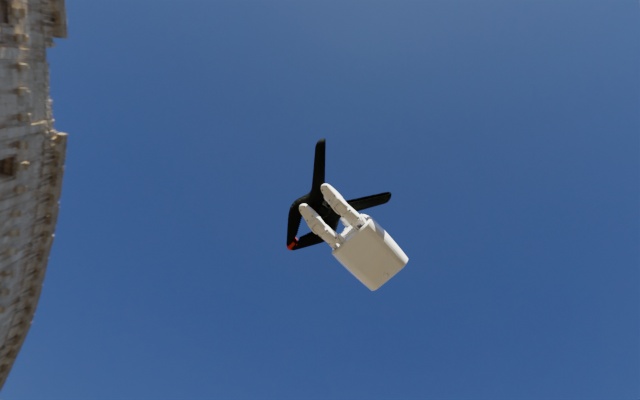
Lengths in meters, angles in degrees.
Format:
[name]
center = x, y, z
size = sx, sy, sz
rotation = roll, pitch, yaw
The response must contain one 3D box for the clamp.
[clamp]
center = 0.000, 0.003, 0.873
size = 0.210, 0.164, 0.036
rotation = -43, 4, 14
